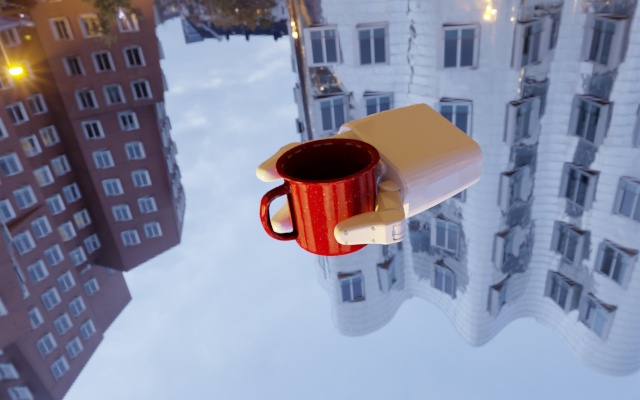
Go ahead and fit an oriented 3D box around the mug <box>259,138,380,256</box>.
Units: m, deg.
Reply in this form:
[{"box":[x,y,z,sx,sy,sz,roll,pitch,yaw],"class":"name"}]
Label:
[{"box":[-0.001,0.002,0.437,0.117,0.081,0.093,-21,32,-23],"class":"mug"}]
